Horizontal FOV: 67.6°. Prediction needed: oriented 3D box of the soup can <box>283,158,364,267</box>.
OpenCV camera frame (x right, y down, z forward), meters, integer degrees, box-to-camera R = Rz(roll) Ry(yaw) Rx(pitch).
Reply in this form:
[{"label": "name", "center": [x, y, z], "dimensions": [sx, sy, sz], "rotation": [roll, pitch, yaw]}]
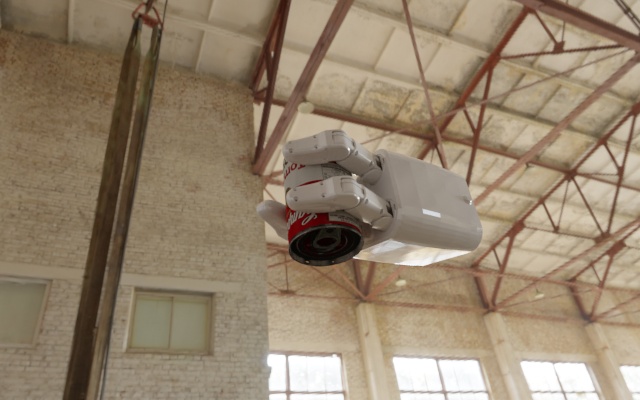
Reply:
[{"label": "soup can", "center": [0.000, 0.001, 0.453], "dimensions": [0.068, 0.102, 0.069], "rotation": [-5, -36, -3]}]
